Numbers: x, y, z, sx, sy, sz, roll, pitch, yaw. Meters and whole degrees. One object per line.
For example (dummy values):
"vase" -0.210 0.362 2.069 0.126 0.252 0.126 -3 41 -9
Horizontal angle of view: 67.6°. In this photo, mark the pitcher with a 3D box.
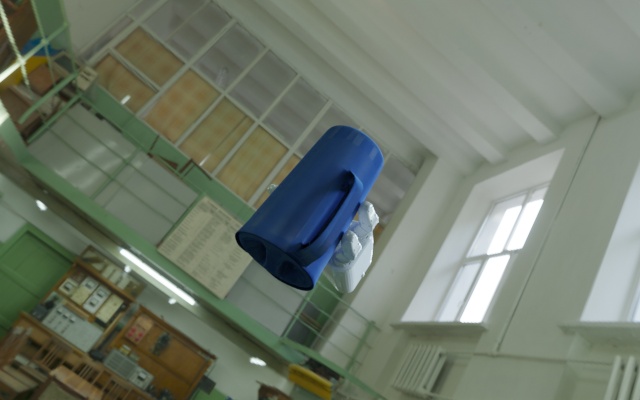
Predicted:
"pitcher" 0.000 0.002 0.709 0.149 0.242 0.145 24 -27 23
